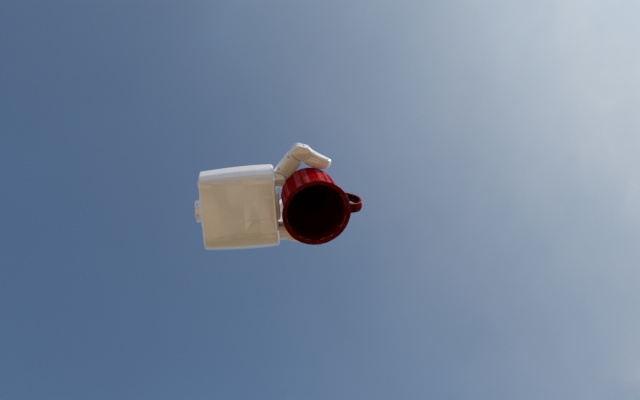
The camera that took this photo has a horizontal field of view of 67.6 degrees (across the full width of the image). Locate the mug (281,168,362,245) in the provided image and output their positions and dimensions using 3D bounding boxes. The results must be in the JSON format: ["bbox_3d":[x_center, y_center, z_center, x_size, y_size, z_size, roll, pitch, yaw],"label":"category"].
[{"bbox_3d":[0.001,0.002,0.672,0.117,0.093,0.081,-4,22,-9],"label":"mug"}]
